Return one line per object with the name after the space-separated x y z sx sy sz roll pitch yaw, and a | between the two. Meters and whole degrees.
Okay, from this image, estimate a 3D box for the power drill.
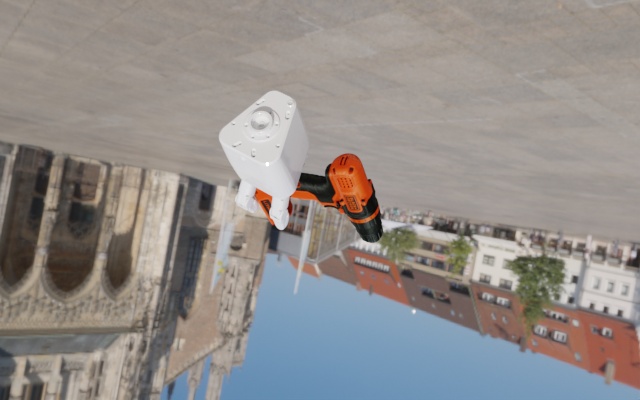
0.000 0.002 0.764 0.187 0.057 0.185 -1 -43 23 | power drill
